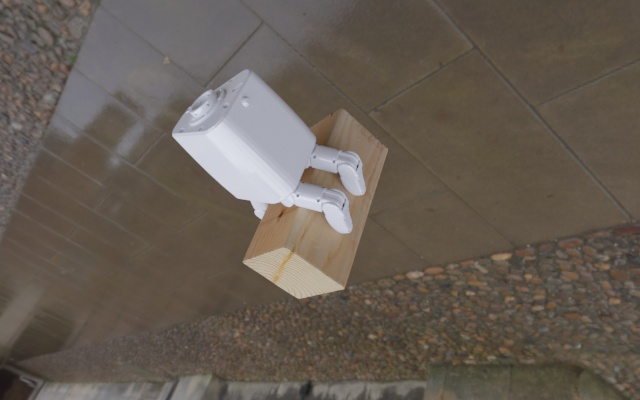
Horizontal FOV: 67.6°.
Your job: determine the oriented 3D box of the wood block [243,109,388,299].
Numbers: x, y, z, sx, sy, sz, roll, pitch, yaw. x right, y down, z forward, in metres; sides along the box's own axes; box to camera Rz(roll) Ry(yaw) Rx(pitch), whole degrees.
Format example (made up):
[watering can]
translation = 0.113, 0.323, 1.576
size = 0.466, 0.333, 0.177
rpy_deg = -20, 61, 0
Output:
[wood block]
translation = 0.000, 0.002, 0.581
size = 0.090, 0.206, 0.091
rpy_deg = 38, -36, -24
